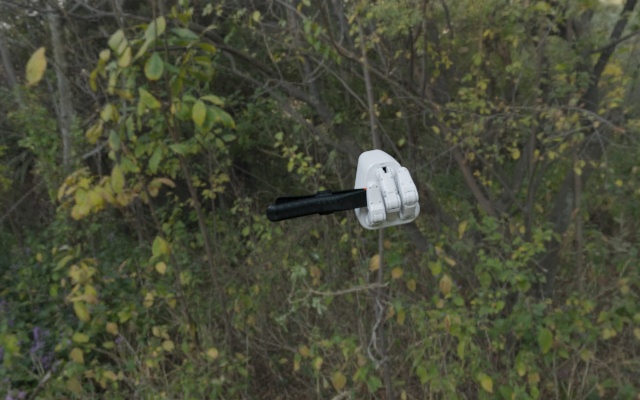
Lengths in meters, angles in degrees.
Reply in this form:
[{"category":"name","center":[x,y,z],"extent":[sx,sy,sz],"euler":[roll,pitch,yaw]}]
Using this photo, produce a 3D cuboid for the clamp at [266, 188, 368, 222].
[{"category":"clamp","center":[0.000,0.002,0.744],"extent":[0.171,0.039,0.120],"euler":[-6,13,-6]}]
